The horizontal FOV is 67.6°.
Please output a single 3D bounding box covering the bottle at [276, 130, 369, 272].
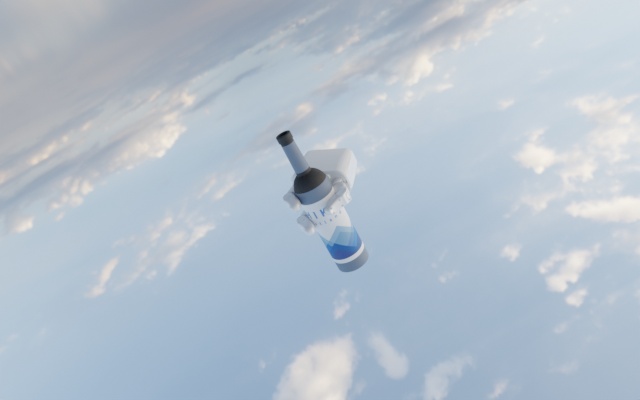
[{"bbox_3d":[0.000,0.003,0.881,0.069,0.296,0.069,-23,26,12],"label":"bottle"}]
